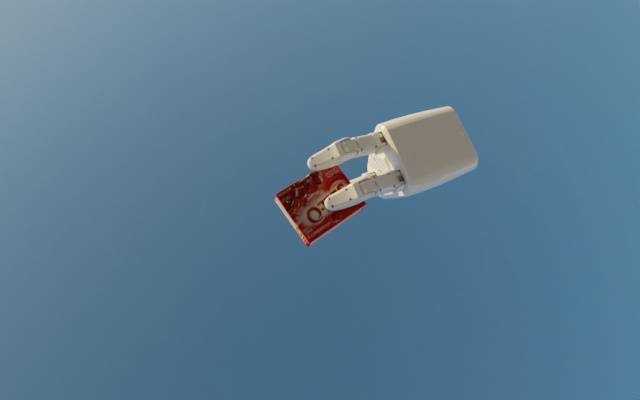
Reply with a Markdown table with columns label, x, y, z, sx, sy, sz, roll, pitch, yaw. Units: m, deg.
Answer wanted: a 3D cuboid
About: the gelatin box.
| label | x | y | z | sx | sy | sz | roll | pitch | yaw |
| --- | --- | --- | --- | --- | --- | --- | --- | --- | --- |
| gelatin box | 0.000 | 0.002 | 0.588 | 0.089 | 0.073 | 0.030 | -33 | -10 | -14 |
